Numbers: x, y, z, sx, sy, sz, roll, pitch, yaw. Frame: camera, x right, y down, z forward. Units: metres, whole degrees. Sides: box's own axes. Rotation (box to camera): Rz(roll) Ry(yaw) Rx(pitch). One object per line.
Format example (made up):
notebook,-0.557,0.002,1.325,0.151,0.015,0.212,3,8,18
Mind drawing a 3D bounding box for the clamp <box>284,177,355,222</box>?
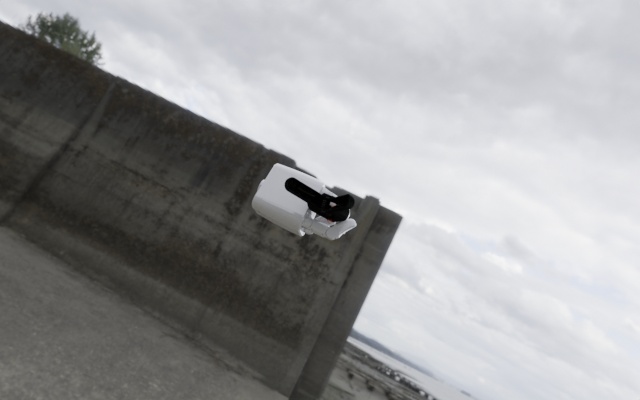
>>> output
clamp,0.000,0.002,0.841,0.120,0.039,0.171,25,-13,8
